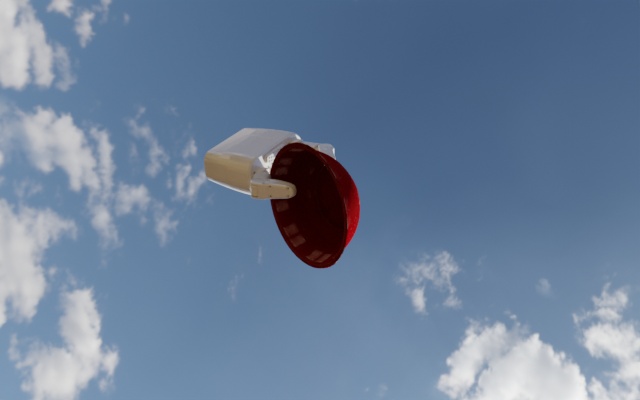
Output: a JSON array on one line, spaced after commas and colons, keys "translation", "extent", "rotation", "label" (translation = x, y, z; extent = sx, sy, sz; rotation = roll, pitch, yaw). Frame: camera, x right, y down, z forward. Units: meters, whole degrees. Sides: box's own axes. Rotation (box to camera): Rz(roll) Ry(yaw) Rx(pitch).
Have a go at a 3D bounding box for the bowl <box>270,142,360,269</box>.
[{"translation": [0.001, 0.003, 0.609], "extent": [0.055, 0.162, 0.162], "rotation": [-16, 9, -35], "label": "bowl"}]
